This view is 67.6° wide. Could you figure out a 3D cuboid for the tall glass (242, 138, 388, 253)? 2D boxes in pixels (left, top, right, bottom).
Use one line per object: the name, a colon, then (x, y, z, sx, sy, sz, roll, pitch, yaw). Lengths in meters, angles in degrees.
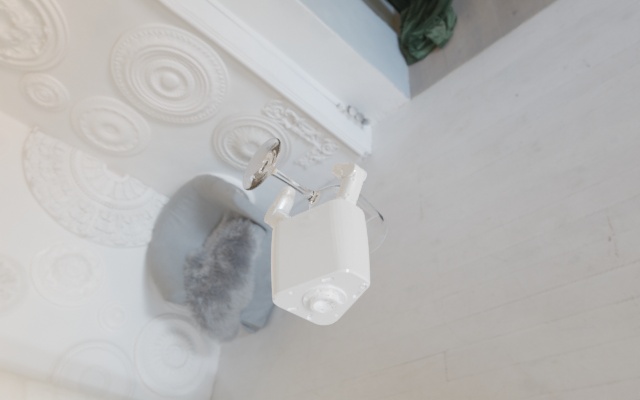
tall glass: (0.000, 0.002, 0.629, 0.201, 0.079, 0.079, 33, -18, -30)
